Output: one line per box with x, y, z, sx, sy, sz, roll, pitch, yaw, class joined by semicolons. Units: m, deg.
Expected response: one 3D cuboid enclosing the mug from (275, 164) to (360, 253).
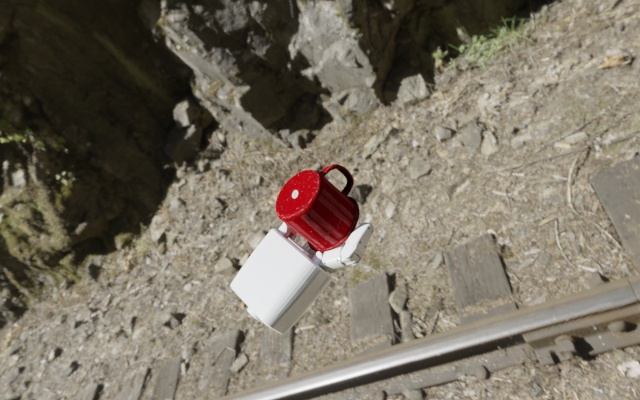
0.001;0.001;0.653;0.081;0.117;0.093;41;-5;-35;mug
